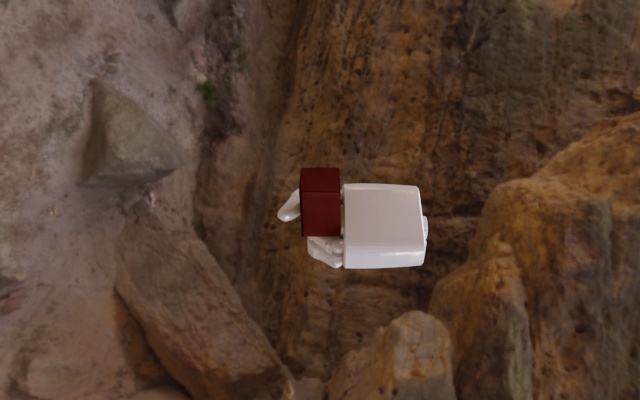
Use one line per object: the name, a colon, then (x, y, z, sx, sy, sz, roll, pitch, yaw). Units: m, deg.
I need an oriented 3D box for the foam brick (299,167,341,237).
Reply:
foam brick: (0.000, 0.002, 0.620, 0.051, 0.078, 0.053, 0, 40, 1)
